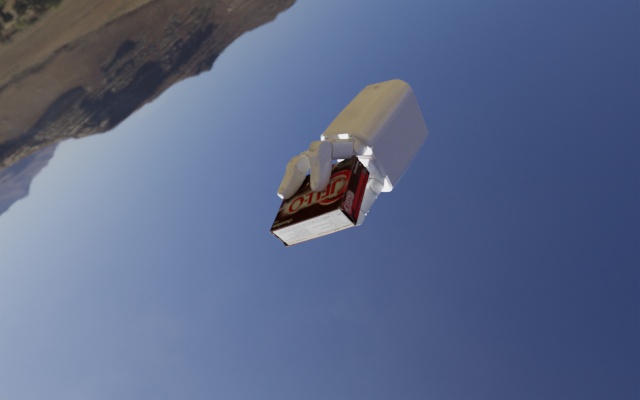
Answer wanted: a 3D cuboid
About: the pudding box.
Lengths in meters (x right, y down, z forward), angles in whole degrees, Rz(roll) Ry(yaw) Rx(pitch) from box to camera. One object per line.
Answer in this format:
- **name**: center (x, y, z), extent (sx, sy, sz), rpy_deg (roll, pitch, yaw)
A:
- **pudding box**: center (0.000, 0.002, 0.586), extent (0.113, 0.090, 0.039), rpy_deg (-22, -57, 37)
